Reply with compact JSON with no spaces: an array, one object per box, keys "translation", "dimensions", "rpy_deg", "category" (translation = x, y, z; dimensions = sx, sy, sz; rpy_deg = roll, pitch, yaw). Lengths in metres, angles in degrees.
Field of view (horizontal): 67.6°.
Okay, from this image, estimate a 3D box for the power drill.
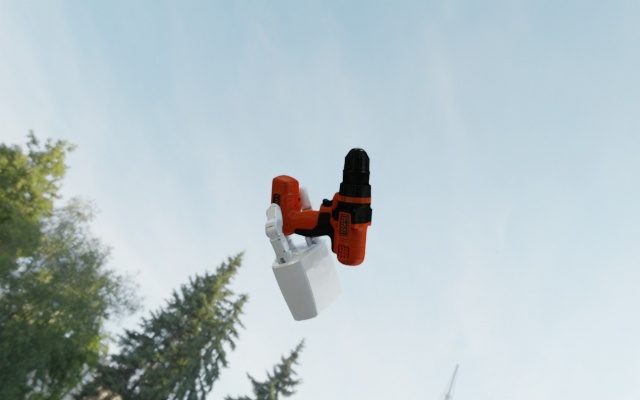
[{"translation":[0.000,0.003,0.783],"dimensions":[0.187,0.184,0.057],"rpy_deg":[9,8,41],"category":"power drill"}]
